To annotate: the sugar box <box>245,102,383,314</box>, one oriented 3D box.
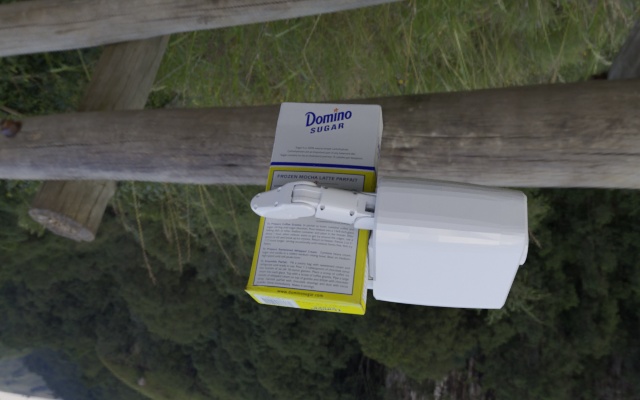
[{"bbox_3d":[0.000,0.002,0.408,0.093,0.176,0.048,4,-24,11],"label":"sugar box"}]
